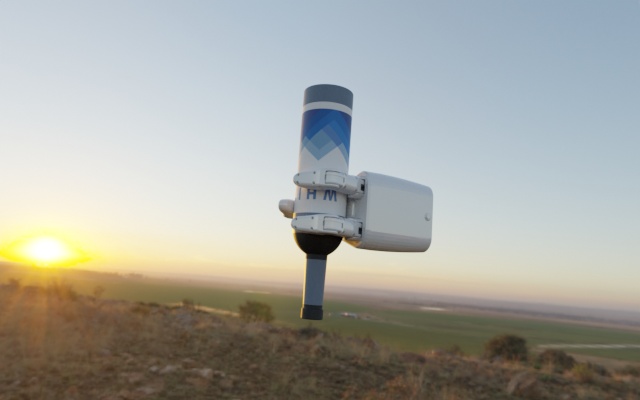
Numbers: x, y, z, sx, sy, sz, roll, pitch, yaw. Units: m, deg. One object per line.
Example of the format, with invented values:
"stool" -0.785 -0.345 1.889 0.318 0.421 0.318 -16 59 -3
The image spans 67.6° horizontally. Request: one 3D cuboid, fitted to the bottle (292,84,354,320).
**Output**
"bottle" 0.000 0.002 0.615 0.069 0.295 0.069 4 -9 1
